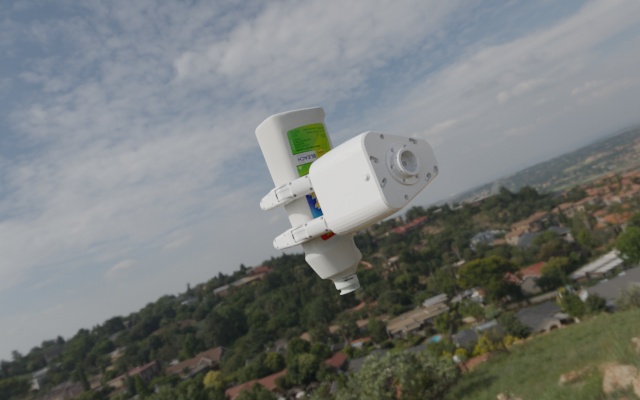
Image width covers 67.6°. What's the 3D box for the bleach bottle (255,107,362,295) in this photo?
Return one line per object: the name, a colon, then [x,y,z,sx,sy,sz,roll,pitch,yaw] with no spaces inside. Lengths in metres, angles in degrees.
bleach bottle: [0.000,0.002,0.652,0.102,0.251,0.068,-18,-6,-37]
